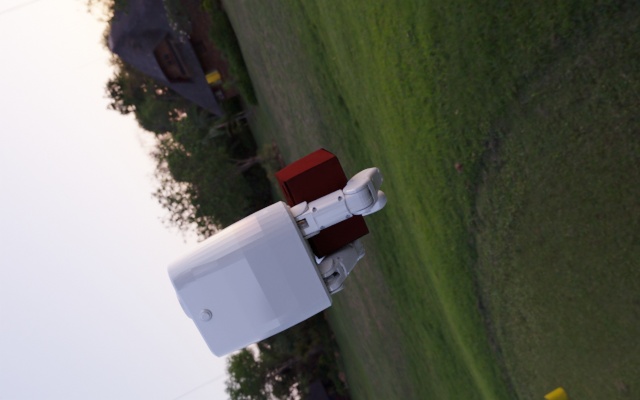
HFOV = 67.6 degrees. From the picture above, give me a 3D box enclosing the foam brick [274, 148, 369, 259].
[{"bbox_3d":[0.000,0.001,0.424,0.051,0.078,0.053,-26,16,-7],"label":"foam brick"}]
